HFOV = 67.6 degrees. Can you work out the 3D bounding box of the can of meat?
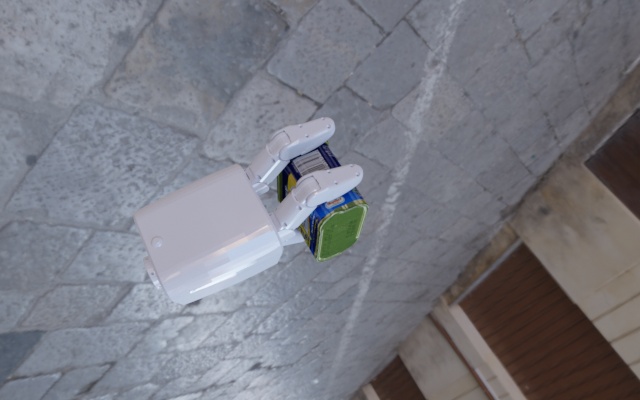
[{"bbox_3d":[0.000,0.002,0.474,0.057,0.084,0.102,-24,-27,-17],"label":"can of meat"}]
